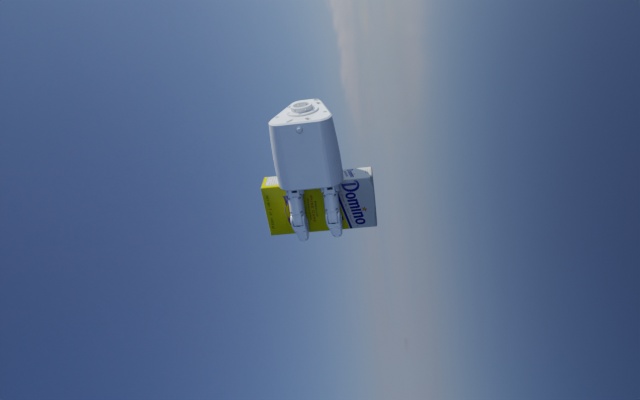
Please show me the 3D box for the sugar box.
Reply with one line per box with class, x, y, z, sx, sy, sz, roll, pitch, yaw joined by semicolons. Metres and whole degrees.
sugar box;0.000;0.003;0.771;0.176;0.093;0.048;-5;29;9
